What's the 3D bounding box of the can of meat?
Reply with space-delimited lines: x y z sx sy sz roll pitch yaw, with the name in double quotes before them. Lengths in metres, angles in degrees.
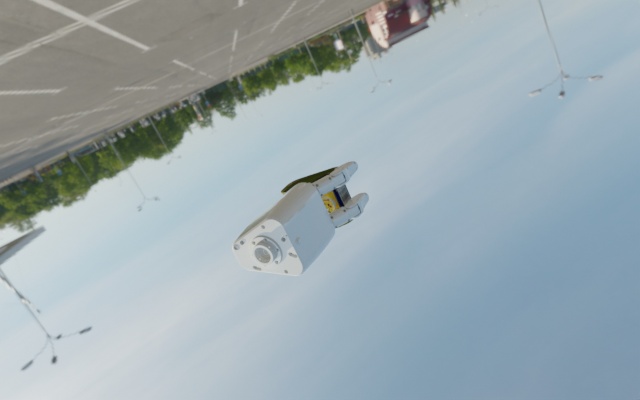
"can of meat" 0.000 0.003 0.773 0.102 0.084 0.057 -16 18 28
